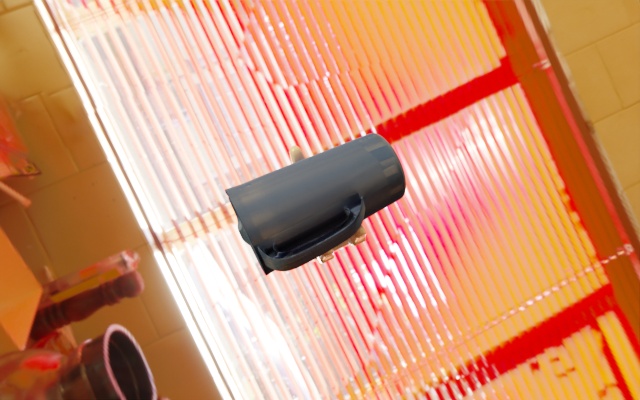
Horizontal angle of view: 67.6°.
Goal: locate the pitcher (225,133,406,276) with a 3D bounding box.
[{"bbox_3d":[0.000,0.002,0.679,0.243,0.149,0.145,-26,-11,-11],"label":"pitcher"}]
